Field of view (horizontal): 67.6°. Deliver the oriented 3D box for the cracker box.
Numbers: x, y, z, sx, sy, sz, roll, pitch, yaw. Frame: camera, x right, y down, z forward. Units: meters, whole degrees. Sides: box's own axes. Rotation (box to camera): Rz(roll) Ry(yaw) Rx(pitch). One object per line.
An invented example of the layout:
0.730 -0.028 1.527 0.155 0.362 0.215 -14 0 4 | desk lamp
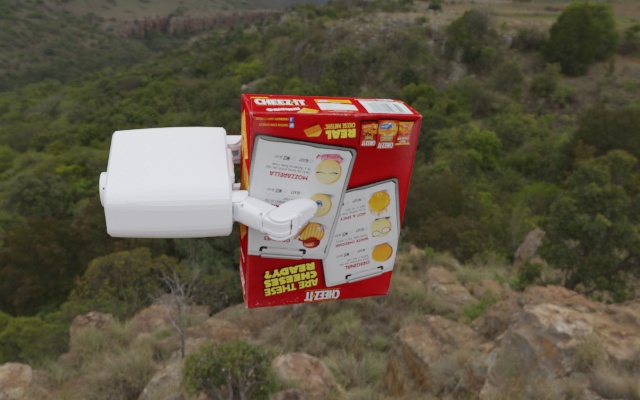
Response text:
0.000 0.002 0.498 0.164 0.214 0.072 -2 29 -15 | cracker box
